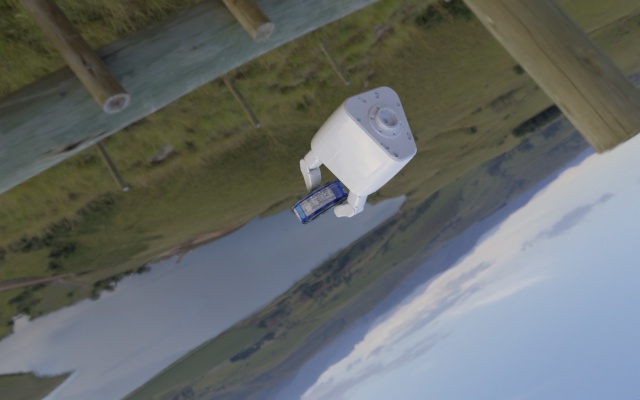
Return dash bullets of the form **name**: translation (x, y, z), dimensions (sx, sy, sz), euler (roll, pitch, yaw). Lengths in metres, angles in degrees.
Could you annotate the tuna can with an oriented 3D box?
- **tuna can**: translation (0.000, 0.003, 0.743), dimensions (0.086, 0.034, 0.086), euler (-31, -5, -3)
